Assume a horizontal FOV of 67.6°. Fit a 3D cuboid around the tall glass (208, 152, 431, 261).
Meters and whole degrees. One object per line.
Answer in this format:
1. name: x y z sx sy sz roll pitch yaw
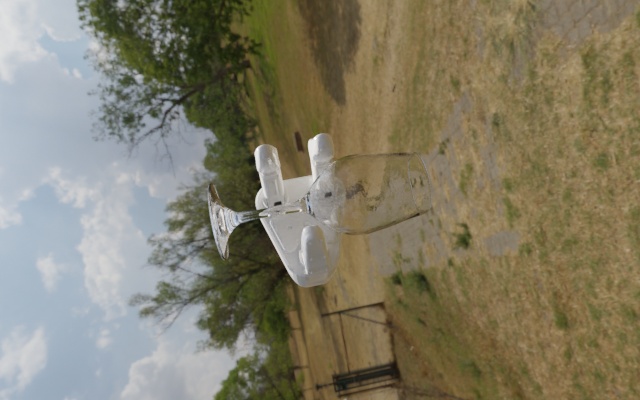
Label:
1. tall glass: -0.001 0.002 0.459 0.201 0.079 0.079 -11 1 -4
